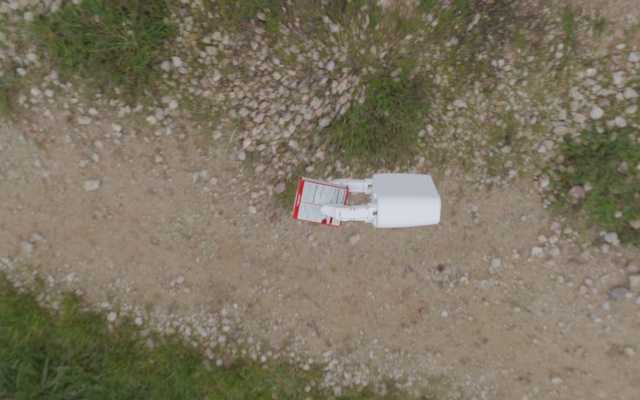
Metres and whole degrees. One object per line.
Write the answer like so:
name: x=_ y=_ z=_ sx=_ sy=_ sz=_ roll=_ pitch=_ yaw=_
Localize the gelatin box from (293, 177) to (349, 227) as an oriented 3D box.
gelatin box: x=0.000 y=0.003 z=0.848 sx=0.089 sy=0.073 sz=0.030 roll=10 pitch=14 yaw=-6
